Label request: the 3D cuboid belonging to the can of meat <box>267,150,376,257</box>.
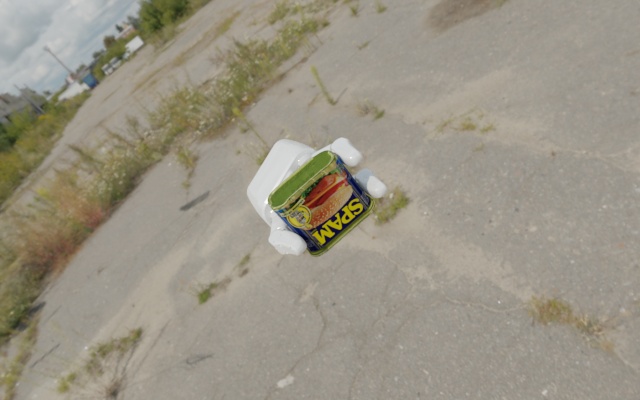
[{"bbox_3d":[0.000,0.002,0.568,0.102,0.084,0.057,-41,26,-2],"label":"can of meat"}]
